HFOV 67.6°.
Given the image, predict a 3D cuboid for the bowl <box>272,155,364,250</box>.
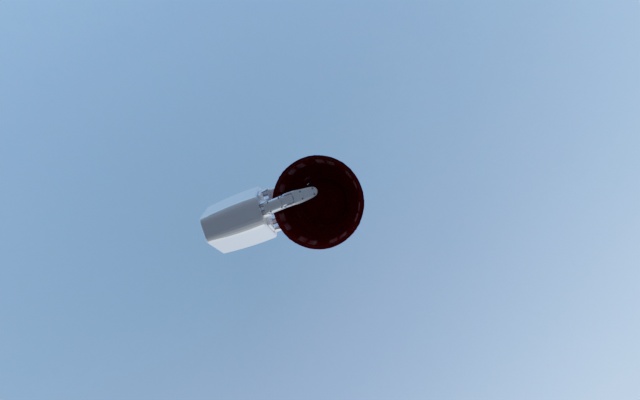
[{"bbox_3d":[0.002,0.003,0.837,0.162,0.162,0.055,0,1,14],"label":"bowl"}]
